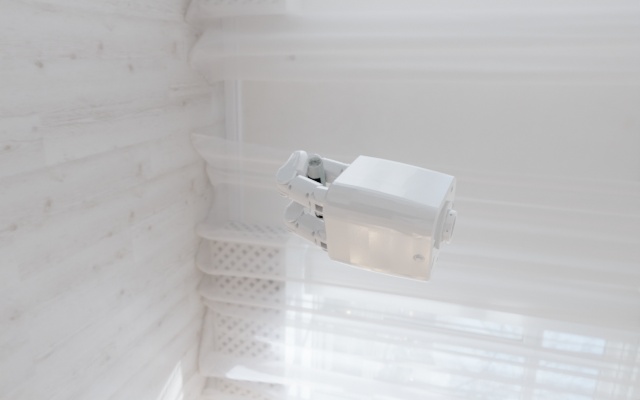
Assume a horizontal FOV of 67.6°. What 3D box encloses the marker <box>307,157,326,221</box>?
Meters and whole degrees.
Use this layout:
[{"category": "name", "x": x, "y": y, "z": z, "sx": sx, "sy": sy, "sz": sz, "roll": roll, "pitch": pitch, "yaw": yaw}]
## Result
[{"category": "marker", "x": 0.000, "y": 0.002, "z": 0.552, "sx": 0.020, "sy": 0.121, "sz": 0.020, "roll": -4, "pitch": 44, "yaw": 4}]
